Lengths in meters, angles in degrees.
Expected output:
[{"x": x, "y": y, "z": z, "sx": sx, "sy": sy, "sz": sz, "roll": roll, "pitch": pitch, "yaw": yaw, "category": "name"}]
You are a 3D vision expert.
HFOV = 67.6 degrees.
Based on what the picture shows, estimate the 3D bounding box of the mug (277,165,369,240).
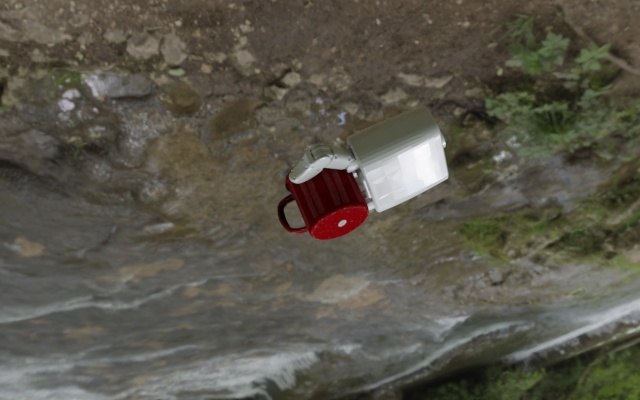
[{"x": -0.001, "y": 0.003, "z": 0.612, "sx": 0.117, "sy": 0.081, "sz": 0.093, "roll": -25, "pitch": -27, "yaw": 3, "category": "mug"}]
